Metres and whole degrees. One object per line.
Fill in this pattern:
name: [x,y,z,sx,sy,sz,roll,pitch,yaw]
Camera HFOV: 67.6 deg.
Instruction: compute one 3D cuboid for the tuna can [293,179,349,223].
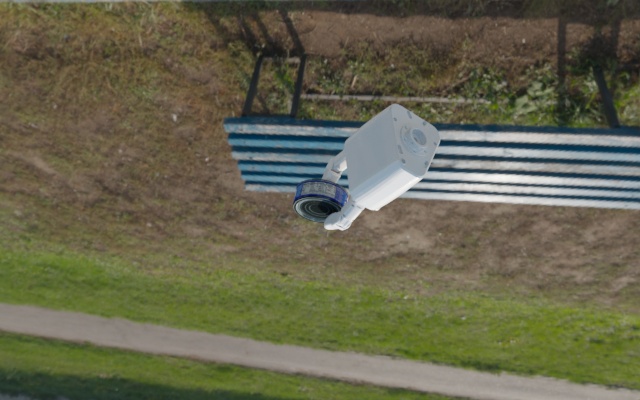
tuna can: [0.000,0.003,0.754,0.086,0.033,0.086,8,-29,4]
